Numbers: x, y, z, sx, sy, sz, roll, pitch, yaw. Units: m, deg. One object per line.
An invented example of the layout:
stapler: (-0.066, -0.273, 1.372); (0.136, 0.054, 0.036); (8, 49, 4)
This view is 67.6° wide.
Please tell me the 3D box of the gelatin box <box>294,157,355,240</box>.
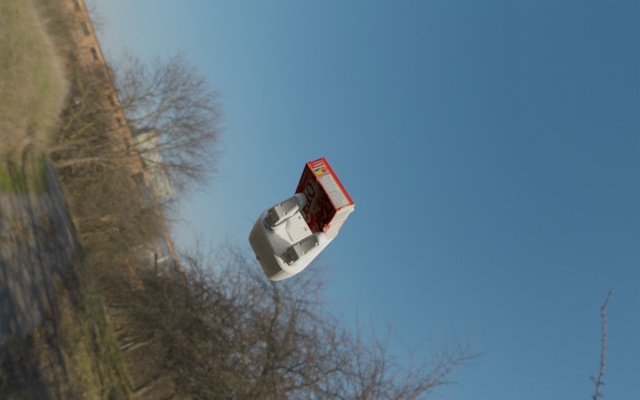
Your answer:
gelatin box: (0.001, 0.002, 0.593); (0.030, 0.073, 0.089); (-21, -22, -27)
